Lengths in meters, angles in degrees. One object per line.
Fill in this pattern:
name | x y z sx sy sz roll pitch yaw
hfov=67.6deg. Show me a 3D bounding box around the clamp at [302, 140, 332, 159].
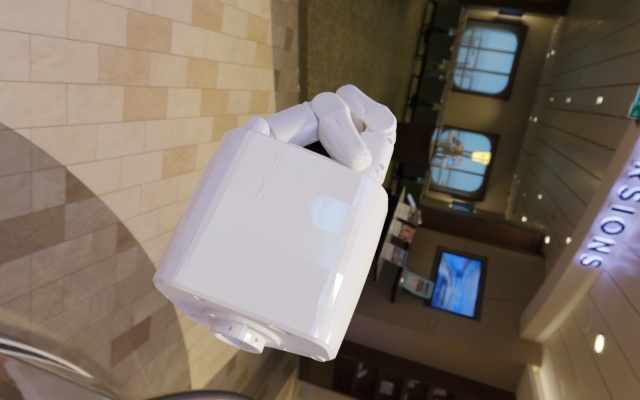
clamp | 0.001 0.001 0.401 0.039 0.120 0.172 13 -29 15
